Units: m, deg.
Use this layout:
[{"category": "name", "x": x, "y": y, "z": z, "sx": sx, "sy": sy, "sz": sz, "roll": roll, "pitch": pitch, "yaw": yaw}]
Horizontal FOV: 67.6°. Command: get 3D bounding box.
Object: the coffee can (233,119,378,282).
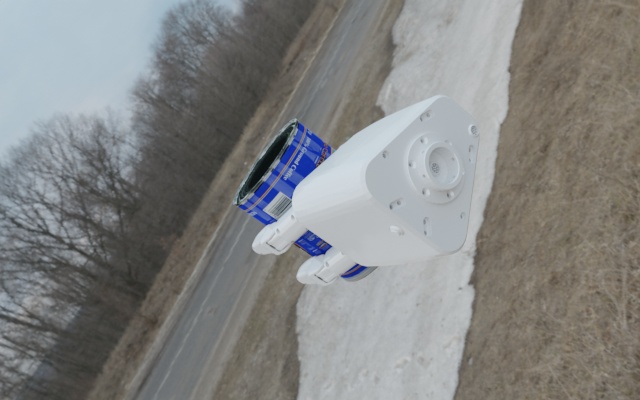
[{"category": "coffee can", "x": 0.000, "y": 0.002, "z": 0.478, "sx": 0.140, "sy": 0.103, "sz": 0.103, "roll": 36, "pitch": -12, "yaw": -16}]
